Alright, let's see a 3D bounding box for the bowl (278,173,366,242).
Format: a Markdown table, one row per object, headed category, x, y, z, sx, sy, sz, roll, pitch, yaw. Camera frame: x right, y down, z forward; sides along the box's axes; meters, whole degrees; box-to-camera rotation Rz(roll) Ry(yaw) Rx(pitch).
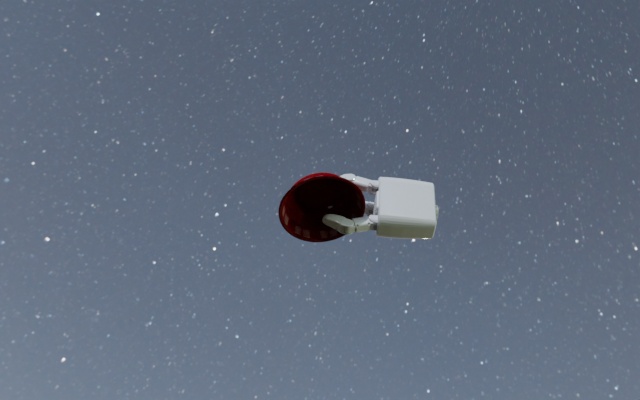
| category | x | y | z | sx | sy | sz | roll | pitch | yaw |
| --- | --- | --- | --- | --- | --- | --- | --- | --- | --- |
| bowl | -0.001 | 0.002 | 0.893 | 0.162 | 0.162 | 0.055 | 0 | 40 | -11 |
